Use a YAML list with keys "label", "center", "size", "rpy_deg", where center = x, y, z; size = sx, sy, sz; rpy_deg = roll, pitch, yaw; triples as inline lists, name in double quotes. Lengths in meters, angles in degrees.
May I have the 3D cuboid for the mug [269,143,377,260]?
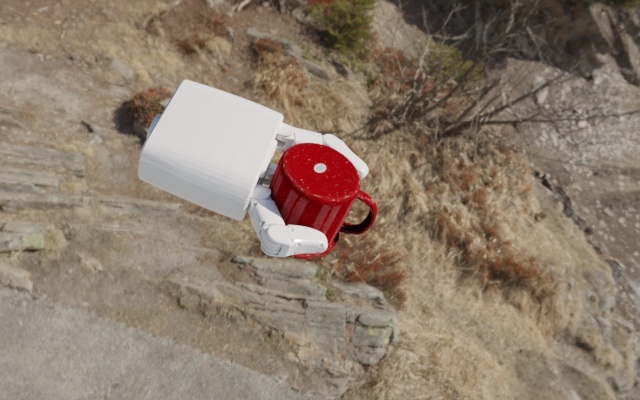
- label: "mug"
  center: [0.001, 0.002, 0.475]
  size: [0.117, 0.093, 0.081]
  rpy_deg: [20, -47, -7]
